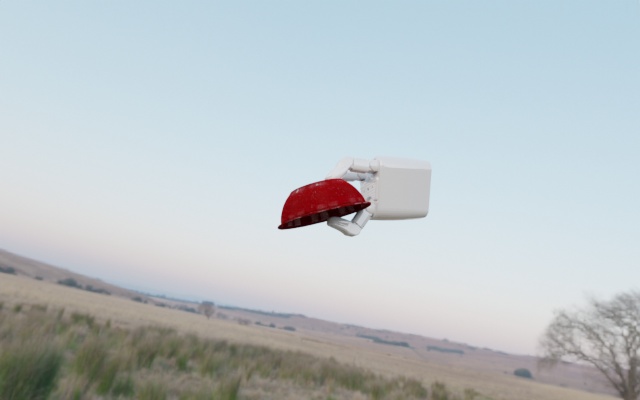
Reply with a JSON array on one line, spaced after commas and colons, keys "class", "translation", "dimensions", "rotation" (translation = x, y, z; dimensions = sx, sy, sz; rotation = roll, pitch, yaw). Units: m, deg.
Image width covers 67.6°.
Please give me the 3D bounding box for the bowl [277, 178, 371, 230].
[{"class": "bowl", "translation": [-0.001, 0.002, 0.797], "dimensions": [0.162, 0.055, 0.162], "rotation": [-15, -8, -2]}]
